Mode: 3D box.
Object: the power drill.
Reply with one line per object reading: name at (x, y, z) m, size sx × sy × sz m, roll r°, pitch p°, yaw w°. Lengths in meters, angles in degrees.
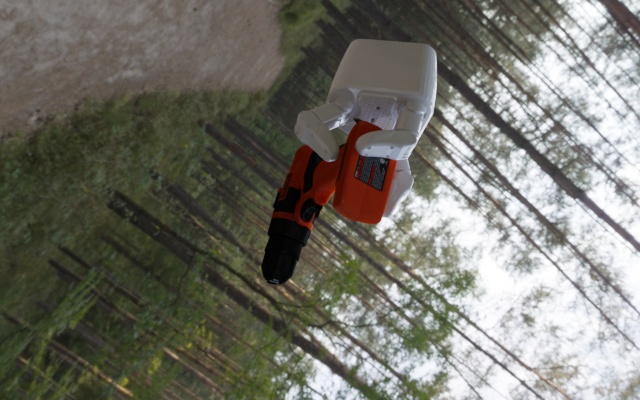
power drill at (0.000, 0.001, 0.534) m, size 0.057 × 0.184 × 0.188 m, roll 24°, pitch -22°, yaw -24°
